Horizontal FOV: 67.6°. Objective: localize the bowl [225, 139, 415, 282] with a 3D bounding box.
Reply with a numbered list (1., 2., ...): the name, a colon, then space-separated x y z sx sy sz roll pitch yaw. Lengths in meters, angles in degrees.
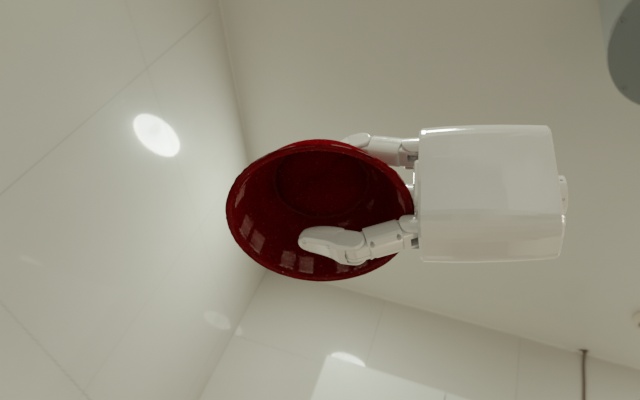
1. bowl: -0.001 0.001 0.427 0.162 0.162 0.055 0 42 2
